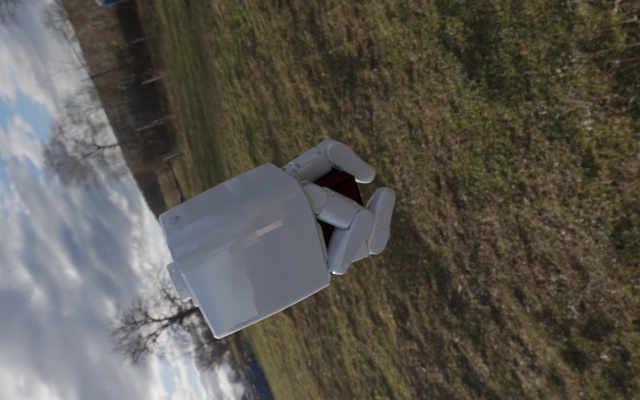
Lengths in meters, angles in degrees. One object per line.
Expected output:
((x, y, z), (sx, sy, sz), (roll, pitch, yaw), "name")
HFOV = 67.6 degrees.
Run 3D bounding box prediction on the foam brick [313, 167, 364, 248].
((0.000, 0.001, 0.443), (0.051, 0.053, 0.078), (-26, 23, -15), "foam brick")
